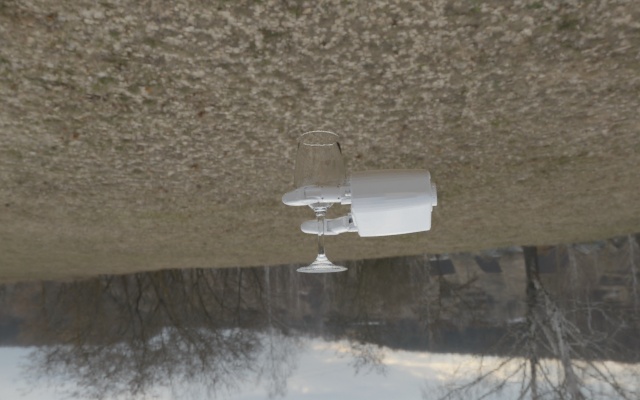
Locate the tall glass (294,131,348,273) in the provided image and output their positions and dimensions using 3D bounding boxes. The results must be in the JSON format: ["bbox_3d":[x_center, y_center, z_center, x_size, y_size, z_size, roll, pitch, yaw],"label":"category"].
[{"bbox_3d":[0.000,0.003,0.704,0.079,0.201,0.079,-2,-13,0],"label":"tall glass"}]
